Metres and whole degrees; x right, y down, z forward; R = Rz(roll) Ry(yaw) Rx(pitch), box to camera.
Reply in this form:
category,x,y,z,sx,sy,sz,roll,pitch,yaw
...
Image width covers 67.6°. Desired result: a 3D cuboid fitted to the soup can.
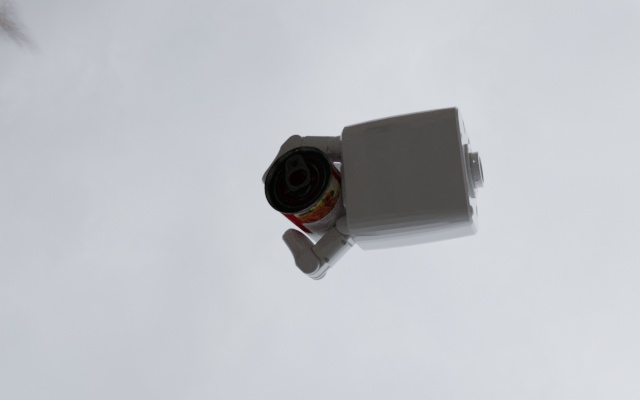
category,x,y,z,sx,sy,sz,roll,pitch,yaw
soup can,0.000,0.002,0.466,0.068,0.068,0.102,0,-25,28
